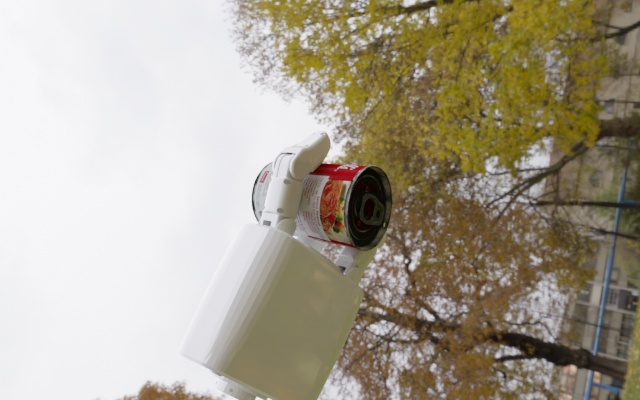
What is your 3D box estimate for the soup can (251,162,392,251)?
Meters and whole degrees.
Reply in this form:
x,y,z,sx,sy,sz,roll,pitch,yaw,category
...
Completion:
x,y,z,sx,sy,sz,roll,pitch,yaw,category
0.000,0.001,0.407,0.102,0.068,0.068,7,4,37,soup can
